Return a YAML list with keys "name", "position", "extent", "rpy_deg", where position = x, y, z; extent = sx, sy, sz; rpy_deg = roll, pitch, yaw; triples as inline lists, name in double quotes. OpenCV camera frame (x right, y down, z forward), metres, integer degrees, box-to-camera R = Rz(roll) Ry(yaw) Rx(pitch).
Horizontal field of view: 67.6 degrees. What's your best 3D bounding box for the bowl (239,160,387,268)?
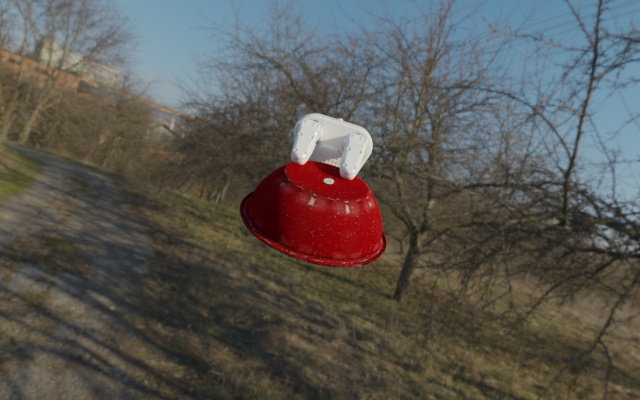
- name: "bowl"
  position: [0.000, 0.002, 0.500]
  extent: [0.162, 0.055, 0.162]
  rpy_deg: [14, 25, -7]
